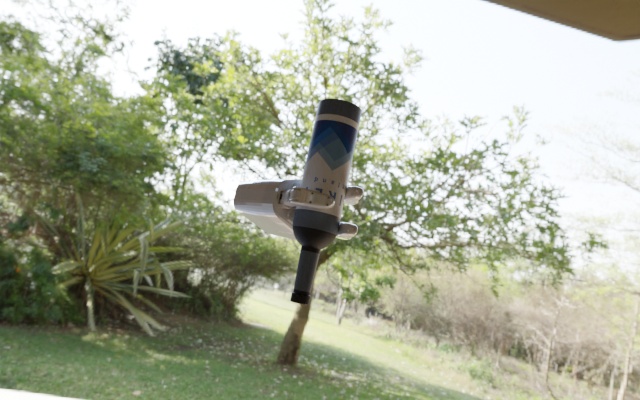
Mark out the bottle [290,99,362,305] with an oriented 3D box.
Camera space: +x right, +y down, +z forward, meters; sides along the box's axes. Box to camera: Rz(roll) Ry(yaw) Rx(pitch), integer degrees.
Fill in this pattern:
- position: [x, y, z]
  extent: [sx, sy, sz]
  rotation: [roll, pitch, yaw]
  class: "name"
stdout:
- position: [0.000, 0.002, 0.694]
  extent: [0.069, 0.295, 0.069]
  rotation: [11, -9, 2]
  class: "bottle"
